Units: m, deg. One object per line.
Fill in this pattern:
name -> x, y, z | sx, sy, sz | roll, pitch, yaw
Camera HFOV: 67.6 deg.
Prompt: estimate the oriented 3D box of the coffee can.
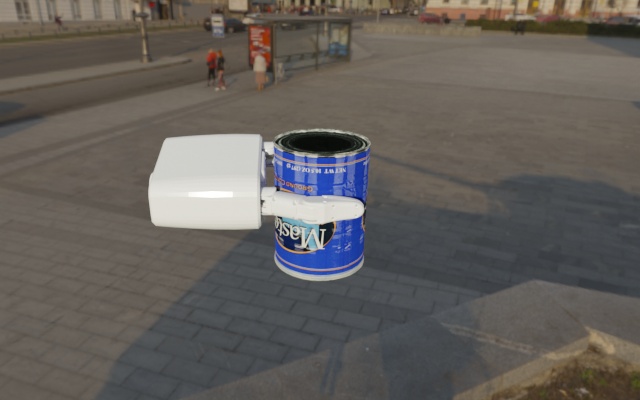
coffee can -> 0.000, 0.002, 0.524 | 0.103, 0.140, 0.102 | 1, 22, 0
